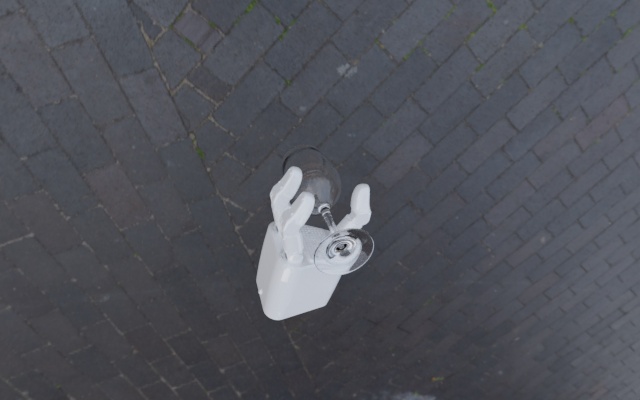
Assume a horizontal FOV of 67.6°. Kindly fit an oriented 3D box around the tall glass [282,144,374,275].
[{"bbox_3d":[0.000,0.002,0.632,0.079,0.079,0.201,0,37,-20],"label":"tall glass"}]
